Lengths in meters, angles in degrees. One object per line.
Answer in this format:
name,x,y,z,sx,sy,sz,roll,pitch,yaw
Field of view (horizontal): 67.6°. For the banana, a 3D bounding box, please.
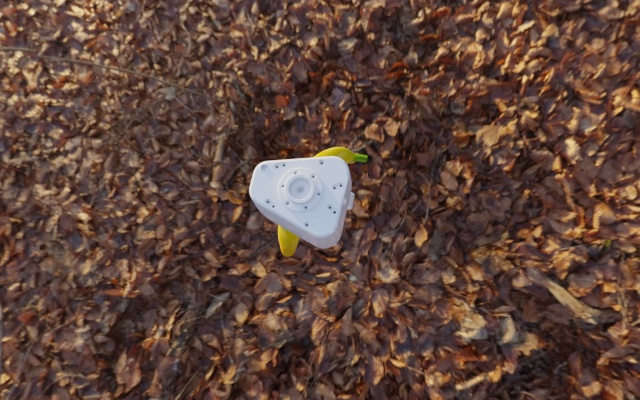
banana,-0.012,-0.012,0.711,0.069,0.198,0.037,38,-8,5
